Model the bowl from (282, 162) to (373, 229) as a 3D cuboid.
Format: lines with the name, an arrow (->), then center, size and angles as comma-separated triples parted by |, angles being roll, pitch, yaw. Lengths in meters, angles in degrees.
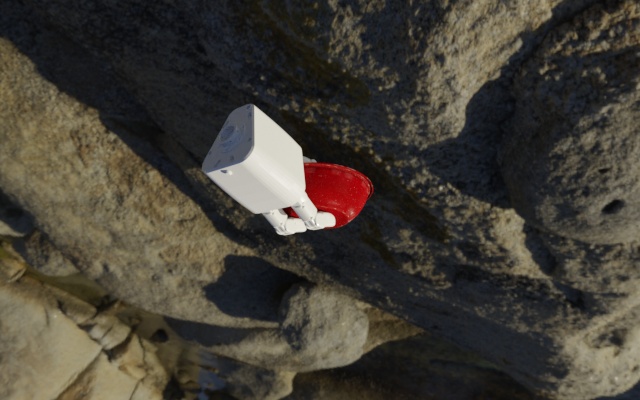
bowl -> 0.001, 0.003, 0.743 | 0.162, 0.055, 0.162 | 4, -24, 2
